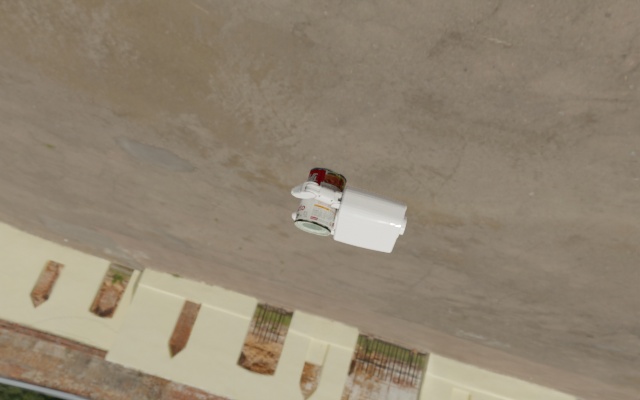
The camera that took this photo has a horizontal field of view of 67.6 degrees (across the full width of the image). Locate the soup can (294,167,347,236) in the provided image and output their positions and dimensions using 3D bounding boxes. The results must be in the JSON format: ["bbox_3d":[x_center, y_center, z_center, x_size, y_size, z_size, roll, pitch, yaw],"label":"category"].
[{"bbox_3d":[0.000,0.003,0.835,0.068,0.102,0.068,15,-18,5],"label":"soup can"}]
